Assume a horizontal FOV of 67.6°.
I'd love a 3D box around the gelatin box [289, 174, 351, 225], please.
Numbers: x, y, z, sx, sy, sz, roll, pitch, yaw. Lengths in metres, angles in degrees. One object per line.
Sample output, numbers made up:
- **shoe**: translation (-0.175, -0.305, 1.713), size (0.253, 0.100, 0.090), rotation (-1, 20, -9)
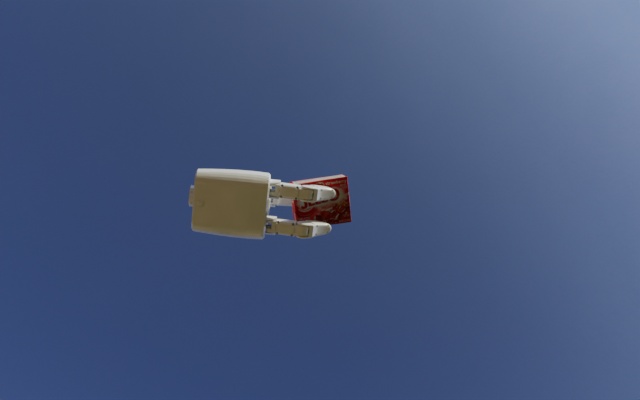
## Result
- **gelatin box**: translation (0.000, 0.002, 0.740), size (0.089, 0.073, 0.030), rotation (-8, 13, -10)
